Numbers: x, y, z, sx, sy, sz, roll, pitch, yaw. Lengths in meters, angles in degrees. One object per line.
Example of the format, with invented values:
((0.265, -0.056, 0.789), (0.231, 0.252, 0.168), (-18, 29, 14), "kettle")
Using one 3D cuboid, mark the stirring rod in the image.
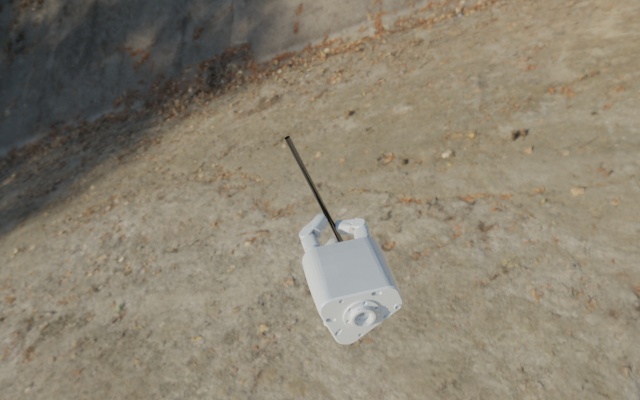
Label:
((0.000, 0.002, 0.724), (0.011, 0.240, 0.011), (-18, 35, 13), "stirring rod")
